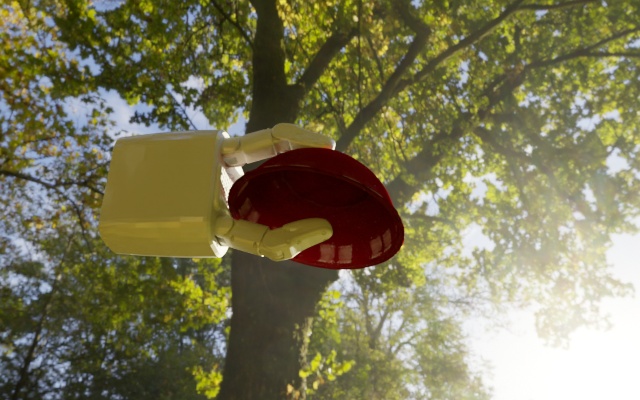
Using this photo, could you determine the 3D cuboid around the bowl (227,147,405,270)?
[{"bbox_3d":[0.001,0.001,0.442,0.162,0.055,0.162,11,-35,7],"label":"bowl"}]
